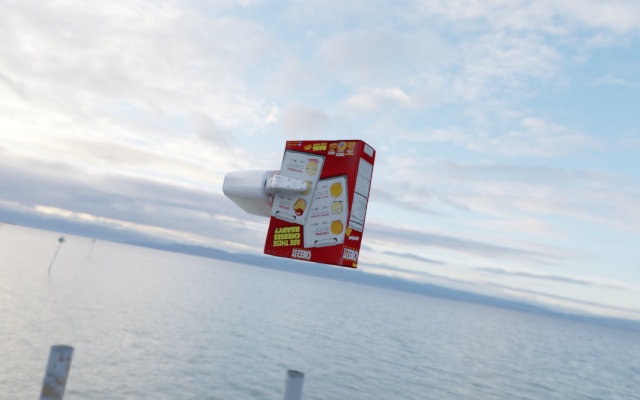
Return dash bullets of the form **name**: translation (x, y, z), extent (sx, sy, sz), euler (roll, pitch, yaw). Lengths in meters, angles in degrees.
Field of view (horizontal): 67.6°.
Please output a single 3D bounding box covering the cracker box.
- **cracker box**: translation (0.000, 0.003, 0.842), extent (0.164, 0.213, 0.072), euler (4, -10, 34)
